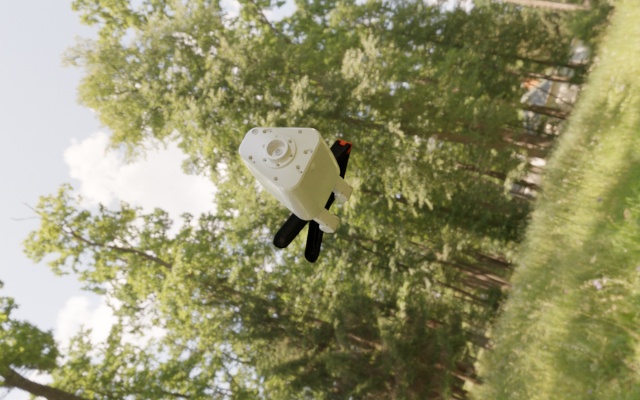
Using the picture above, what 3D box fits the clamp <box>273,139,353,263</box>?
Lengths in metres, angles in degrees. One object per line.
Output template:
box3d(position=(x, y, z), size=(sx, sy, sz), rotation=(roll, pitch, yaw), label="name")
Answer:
box3d(position=(0.000, 0.002, 0.774), size=(0.036, 0.210, 0.165), rotation=(21, -15, 20), label="clamp")
